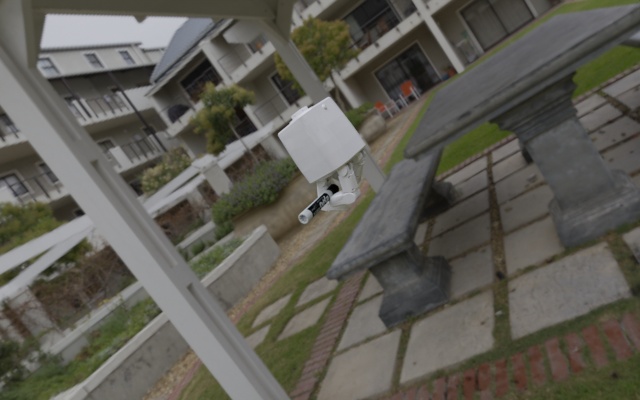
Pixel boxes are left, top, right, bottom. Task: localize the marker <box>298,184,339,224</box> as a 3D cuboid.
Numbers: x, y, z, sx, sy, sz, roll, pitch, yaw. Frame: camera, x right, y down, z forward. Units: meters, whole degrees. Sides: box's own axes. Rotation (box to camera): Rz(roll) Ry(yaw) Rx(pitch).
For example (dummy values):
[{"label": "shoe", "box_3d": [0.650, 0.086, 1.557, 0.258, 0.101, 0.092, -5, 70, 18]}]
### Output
[{"label": "marker", "box_3d": [0.000, 0.003, 0.803, 0.020, 0.020, 0.121, 0, 26, 31]}]
